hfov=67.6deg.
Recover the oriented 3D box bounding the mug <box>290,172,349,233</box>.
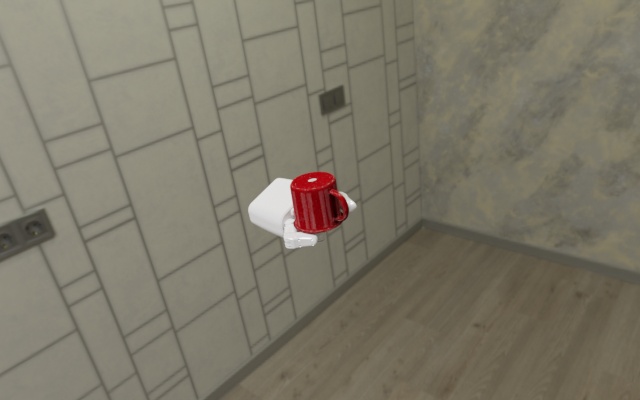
[{"bbox_3d":[0.001,0.003,0.835,0.117,0.081,0.093,15,34,41],"label":"mug"}]
